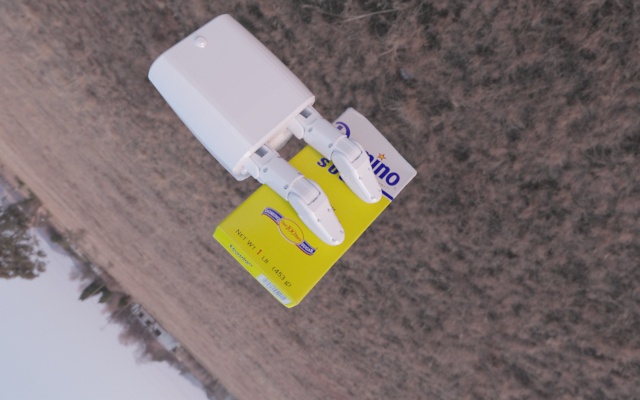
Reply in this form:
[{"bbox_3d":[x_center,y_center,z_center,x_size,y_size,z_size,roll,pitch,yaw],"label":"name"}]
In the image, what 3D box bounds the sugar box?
[{"bbox_3d":[0.000,0.001,0.432,0.176,0.093,0.048,-45,2,-23],"label":"sugar box"}]
